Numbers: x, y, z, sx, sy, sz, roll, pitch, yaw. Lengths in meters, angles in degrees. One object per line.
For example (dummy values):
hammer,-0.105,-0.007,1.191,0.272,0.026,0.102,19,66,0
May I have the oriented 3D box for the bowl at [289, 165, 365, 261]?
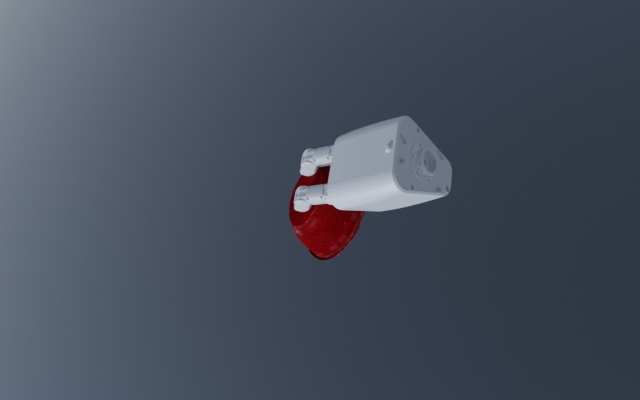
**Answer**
bowl,-0.001,0.003,0.693,0.055,0.162,0.162,19,-9,-27
